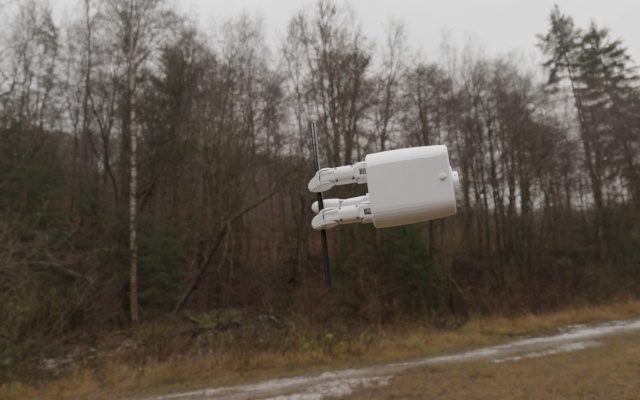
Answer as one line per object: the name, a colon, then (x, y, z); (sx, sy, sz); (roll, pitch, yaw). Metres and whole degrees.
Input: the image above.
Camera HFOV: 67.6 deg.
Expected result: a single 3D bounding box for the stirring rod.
stirring rod: (0.000, 0.002, 0.685); (0.011, 0.239, 0.011); (-5, -13, -1)
